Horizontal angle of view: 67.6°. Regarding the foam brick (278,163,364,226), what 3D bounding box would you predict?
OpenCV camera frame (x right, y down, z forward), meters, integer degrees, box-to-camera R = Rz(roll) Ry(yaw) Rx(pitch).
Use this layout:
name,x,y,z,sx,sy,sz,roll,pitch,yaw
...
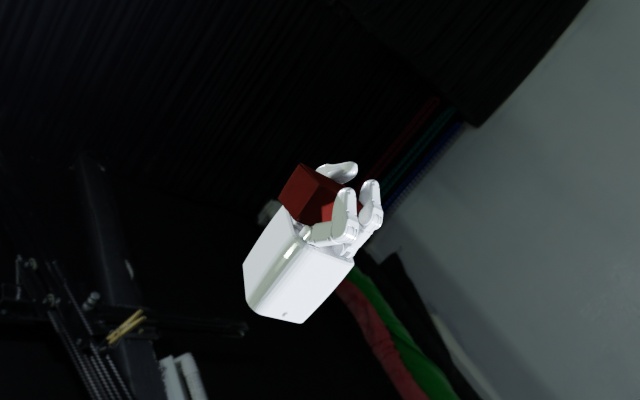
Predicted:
name,x,y,z,sx,sy,sz,roll,pitch,yaw
foam brick,0.000,0.002,0.558,0.078,0.051,0.053,25,16,-40
